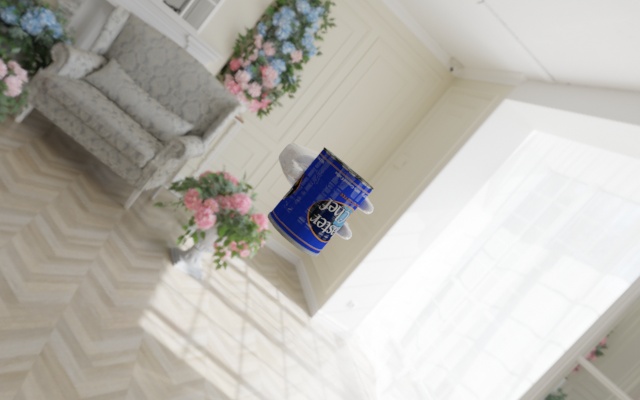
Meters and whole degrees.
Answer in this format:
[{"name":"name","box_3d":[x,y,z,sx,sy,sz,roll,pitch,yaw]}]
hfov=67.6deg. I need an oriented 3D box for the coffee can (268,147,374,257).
[{"name":"coffee can","box_3d":[0.000,0.003,0.749,0.103,0.140,0.103,39,7,-6]}]
